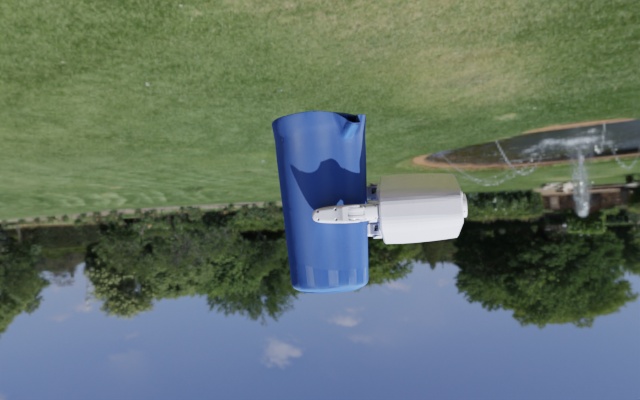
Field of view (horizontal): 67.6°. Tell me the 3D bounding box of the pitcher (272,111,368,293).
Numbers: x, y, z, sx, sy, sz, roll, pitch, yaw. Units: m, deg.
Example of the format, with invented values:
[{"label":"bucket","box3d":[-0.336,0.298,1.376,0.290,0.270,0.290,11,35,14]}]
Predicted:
[{"label":"pitcher","box3d":[0.000,0.002,0.680,0.145,0.243,0.149,-4,-2,10]}]
